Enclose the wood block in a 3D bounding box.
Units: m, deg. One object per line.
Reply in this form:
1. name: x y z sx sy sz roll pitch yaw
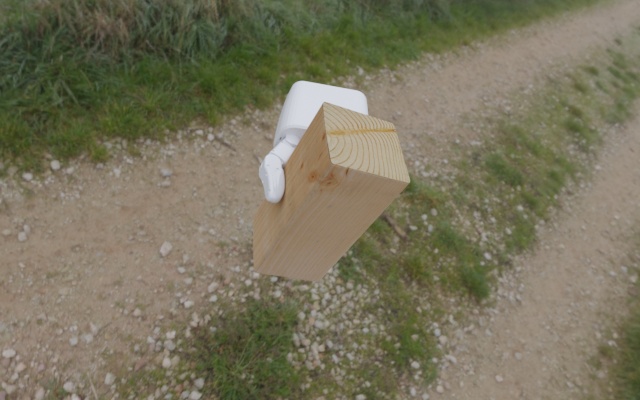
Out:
1. wood block: 0.000 0.001 0.547 0.091 0.090 0.206 13 -42 -23
